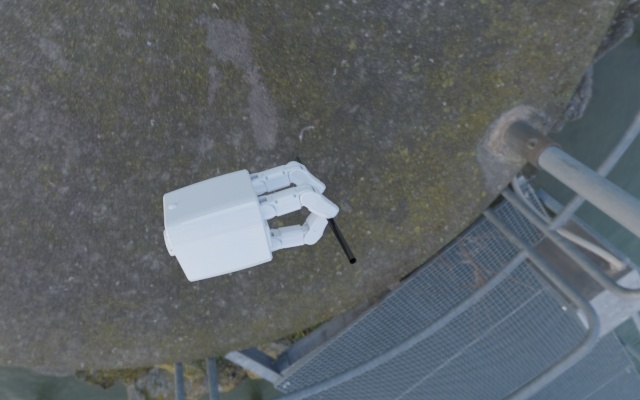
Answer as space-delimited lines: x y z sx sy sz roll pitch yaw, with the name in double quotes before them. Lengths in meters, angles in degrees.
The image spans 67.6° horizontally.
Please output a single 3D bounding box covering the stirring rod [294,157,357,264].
"stirring rod" 0.000 0.002 0.609 0.011 0.011 0.239 0 32 -20
